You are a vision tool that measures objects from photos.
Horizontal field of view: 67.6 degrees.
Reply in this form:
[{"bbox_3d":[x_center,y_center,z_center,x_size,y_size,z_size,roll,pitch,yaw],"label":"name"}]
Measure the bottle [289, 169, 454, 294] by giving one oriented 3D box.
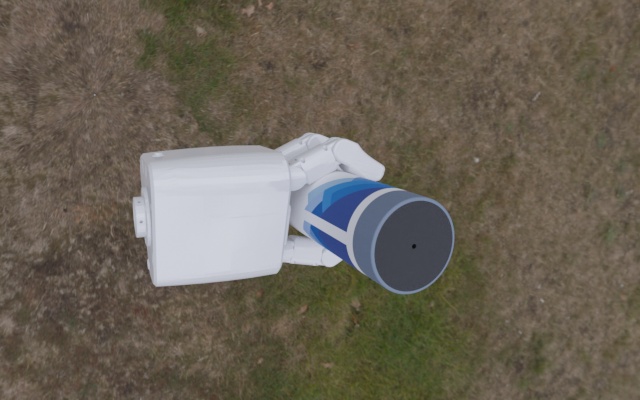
[{"bbox_3d":[0.000,0.002,0.442,0.069,0.069,0.295,0,11,-25],"label":"bottle"}]
